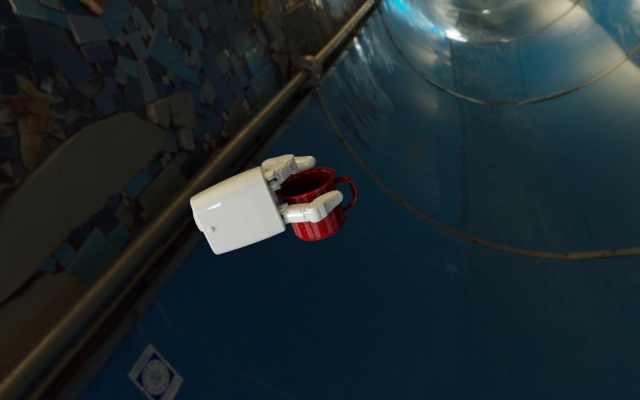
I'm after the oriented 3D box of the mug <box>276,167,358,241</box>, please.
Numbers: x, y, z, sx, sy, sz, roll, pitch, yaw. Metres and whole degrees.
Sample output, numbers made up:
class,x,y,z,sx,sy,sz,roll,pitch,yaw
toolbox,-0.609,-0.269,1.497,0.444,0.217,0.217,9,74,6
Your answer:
class,x,y,z,sx,sy,sz,roll,pitch,yaw
mug,0.002,0.002,0.724,0.117,0.081,0.093,-20,25,-3
